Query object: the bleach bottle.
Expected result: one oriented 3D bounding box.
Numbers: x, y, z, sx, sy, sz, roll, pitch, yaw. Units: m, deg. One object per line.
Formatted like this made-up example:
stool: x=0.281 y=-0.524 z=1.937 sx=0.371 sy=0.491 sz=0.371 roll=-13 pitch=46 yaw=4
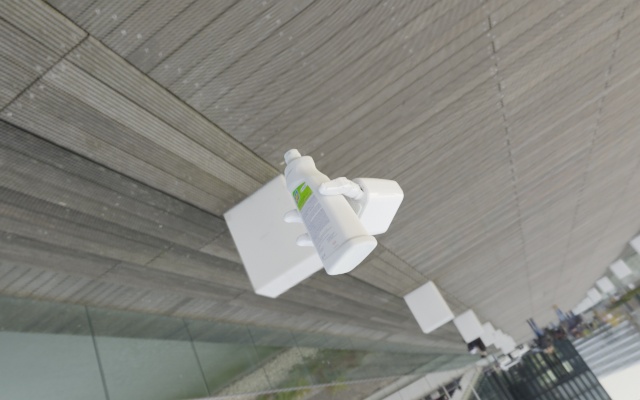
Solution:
bleach bottle: x=0.000 y=0.003 z=0.857 sx=0.068 sy=0.250 sz=0.103 roll=-2 pitch=-38 yaw=-41
